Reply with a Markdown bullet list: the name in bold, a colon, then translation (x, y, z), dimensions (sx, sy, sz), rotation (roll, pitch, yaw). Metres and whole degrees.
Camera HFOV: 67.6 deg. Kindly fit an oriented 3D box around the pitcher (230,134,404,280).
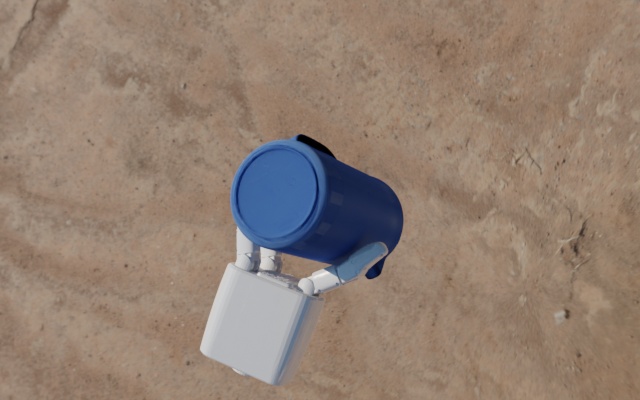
- **pitcher**: translation (0.000, 0.002, 0.559), dimensions (0.149, 0.145, 0.243), rotation (23, 0, 25)
